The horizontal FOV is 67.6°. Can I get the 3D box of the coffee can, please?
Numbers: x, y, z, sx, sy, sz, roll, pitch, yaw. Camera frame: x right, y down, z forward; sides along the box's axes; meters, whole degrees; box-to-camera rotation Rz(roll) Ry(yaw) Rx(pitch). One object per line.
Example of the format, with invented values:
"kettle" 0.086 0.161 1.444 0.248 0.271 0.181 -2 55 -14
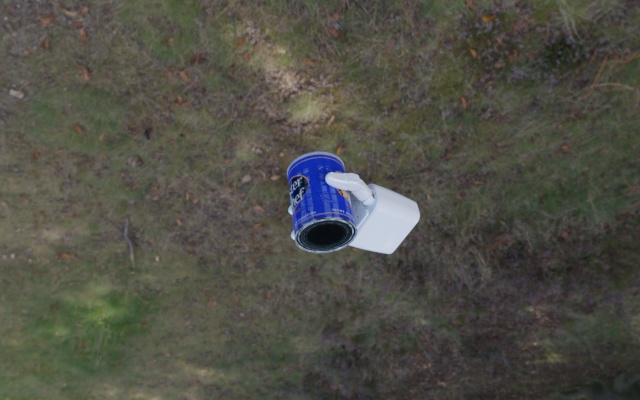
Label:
"coffee can" 0.000 0.002 0.807 0.103 0.140 0.103 -6 -36 -4
